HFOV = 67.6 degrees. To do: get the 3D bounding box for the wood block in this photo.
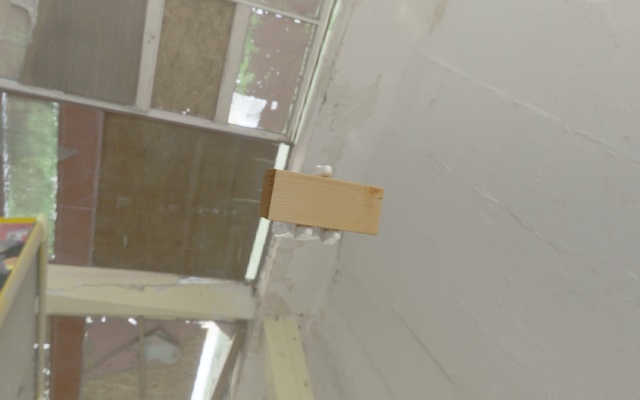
[{"bbox_3d":[0.000,0.003,0.877,0.206,0.091,0.090,9,0,-19],"label":"wood block"}]
